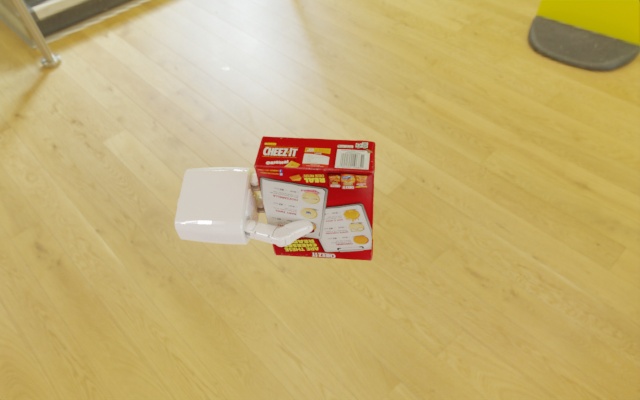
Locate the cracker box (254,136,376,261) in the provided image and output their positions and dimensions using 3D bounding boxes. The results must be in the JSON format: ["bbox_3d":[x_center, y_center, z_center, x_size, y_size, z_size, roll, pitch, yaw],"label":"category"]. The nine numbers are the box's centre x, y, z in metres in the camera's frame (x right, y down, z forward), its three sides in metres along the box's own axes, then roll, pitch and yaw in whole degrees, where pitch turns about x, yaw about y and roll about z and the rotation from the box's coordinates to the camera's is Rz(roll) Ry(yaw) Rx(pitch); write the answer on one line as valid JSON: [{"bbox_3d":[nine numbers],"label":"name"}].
[{"bbox_3d":[0.000,0.002,0.728,0.164,0.072,0.214,3,-39,7],"label":"cracker box"}]
